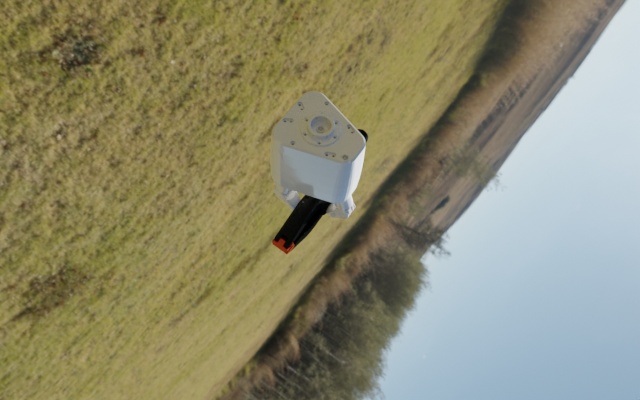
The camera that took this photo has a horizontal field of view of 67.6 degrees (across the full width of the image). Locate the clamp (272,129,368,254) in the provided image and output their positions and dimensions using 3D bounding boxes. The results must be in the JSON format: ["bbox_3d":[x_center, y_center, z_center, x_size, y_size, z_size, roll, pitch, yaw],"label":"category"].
[{"bbox_3d":[0.000,0.003,0.743,0.036,0.210,0.165,34,-23,12],"label":"clamp"}]
